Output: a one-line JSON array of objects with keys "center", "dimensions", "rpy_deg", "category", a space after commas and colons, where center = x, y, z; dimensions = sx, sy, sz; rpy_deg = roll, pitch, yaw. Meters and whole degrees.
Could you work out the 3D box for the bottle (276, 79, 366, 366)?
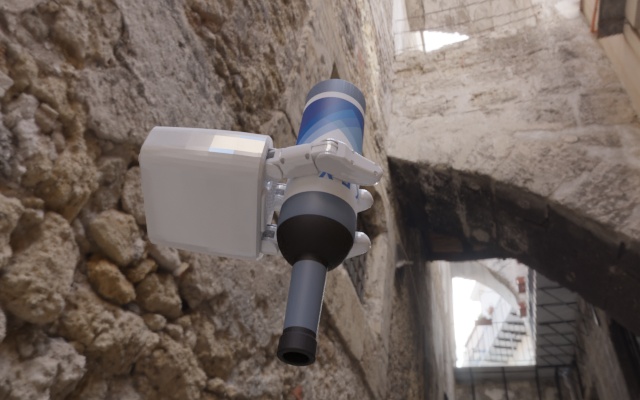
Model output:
[{"center": [0.000, 0.001, 0.427], "dimensions": [0.069, 0.295, 0.069], "rpy_deg": [5, -43, 5], "category": "bottle"}]
